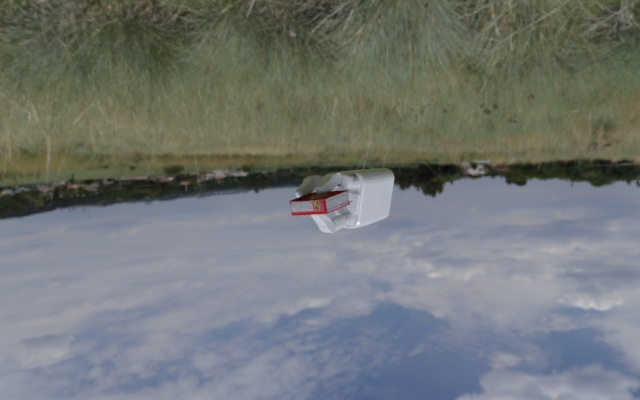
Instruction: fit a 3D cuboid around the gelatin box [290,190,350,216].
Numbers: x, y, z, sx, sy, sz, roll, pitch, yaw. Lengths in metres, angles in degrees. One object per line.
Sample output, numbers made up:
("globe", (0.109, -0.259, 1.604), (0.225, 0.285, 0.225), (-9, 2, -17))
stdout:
("gelatin box", (0.000, 0.003, 0.844), (0.073, 0.030, 0.089), (-3, 10, 32))
